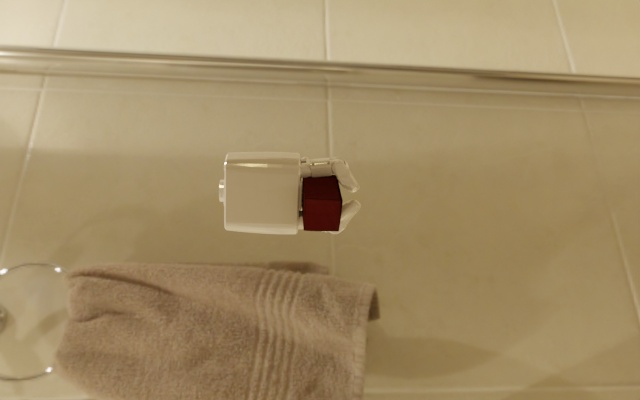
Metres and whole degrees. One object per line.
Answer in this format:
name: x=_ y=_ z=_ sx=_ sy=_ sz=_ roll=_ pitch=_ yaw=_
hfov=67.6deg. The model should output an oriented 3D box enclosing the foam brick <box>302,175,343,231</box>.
foam brick: x=0.000 y=0.002 z=0.677 sx=0.051 sy=0.053 sz=0.078 roll=2 pitch=29 yaw=-6
